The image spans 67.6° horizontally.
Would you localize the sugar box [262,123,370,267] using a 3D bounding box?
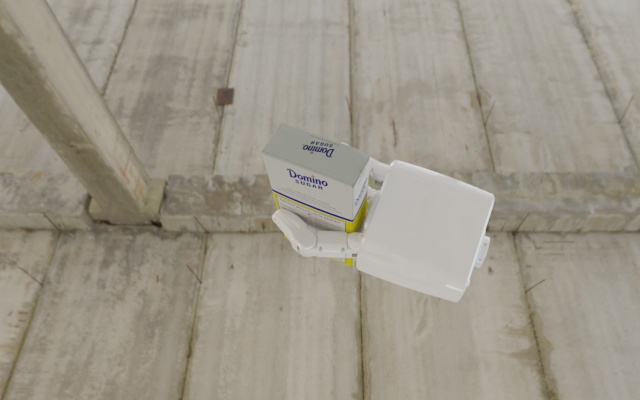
[{"bbox_3d":[0.000,0.001,0.497,0.093,0.048,0.176,22,-29,14],"label":"sugar box"}]
